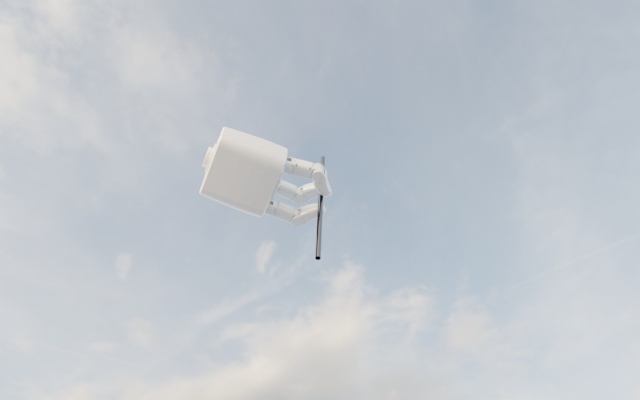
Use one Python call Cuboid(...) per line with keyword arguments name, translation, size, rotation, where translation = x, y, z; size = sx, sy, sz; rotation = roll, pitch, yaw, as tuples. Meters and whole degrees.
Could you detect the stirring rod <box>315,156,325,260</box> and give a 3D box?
Cuboid(name="stirring rod", translation=(0.000, 0.003, 0.764), size=(0.011, 0.011, 0.239), rotation=(0, 41, 2))
